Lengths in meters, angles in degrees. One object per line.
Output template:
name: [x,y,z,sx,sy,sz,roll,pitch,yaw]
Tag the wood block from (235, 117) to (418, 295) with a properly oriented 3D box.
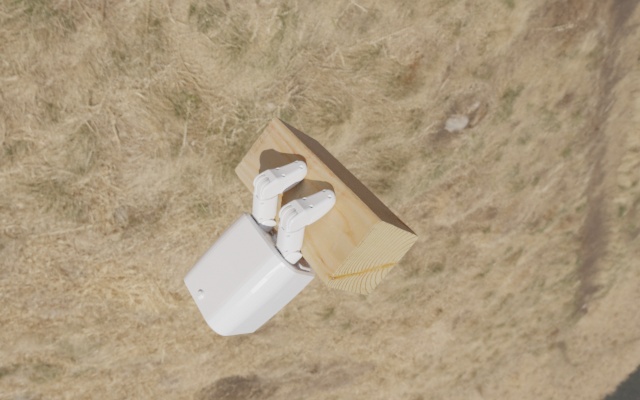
wood block: [0.000,0.002,0.557,0.091,0.090,0.206,24,19,-52]
